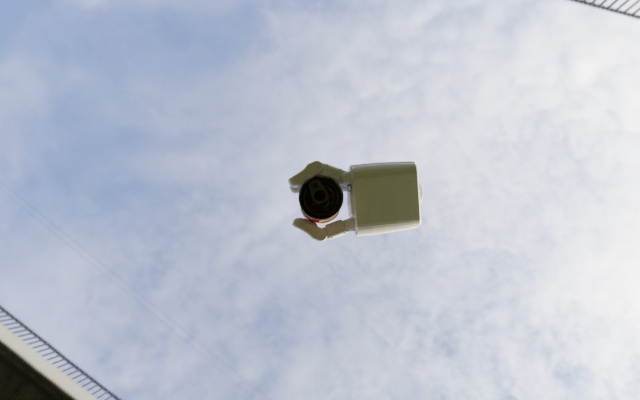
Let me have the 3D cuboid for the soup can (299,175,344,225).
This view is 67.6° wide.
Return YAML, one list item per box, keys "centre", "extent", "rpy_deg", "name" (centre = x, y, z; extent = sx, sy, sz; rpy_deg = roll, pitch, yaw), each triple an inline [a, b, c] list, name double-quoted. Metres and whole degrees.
- centre: [0.000, 0.003, 0.764]
  extent: [0.068, 0.068, 0.102]
  rpy_deg: [0, -8, -1]
  name: "soup can"
